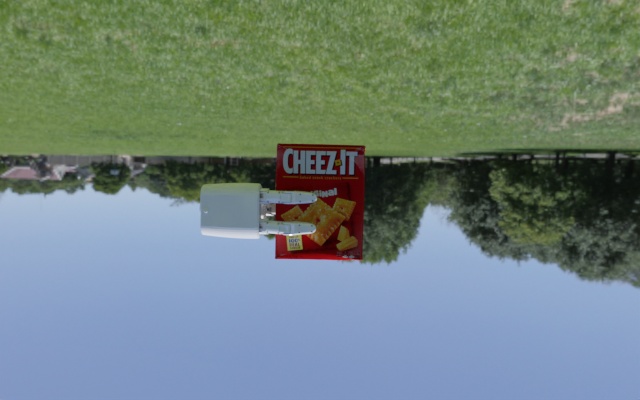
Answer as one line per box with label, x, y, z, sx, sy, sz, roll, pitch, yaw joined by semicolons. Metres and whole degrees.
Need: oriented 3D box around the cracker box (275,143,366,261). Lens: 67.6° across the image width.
cracker box;0.000;0.003;0.889;0.164;0.214;0.072;1;3;2
